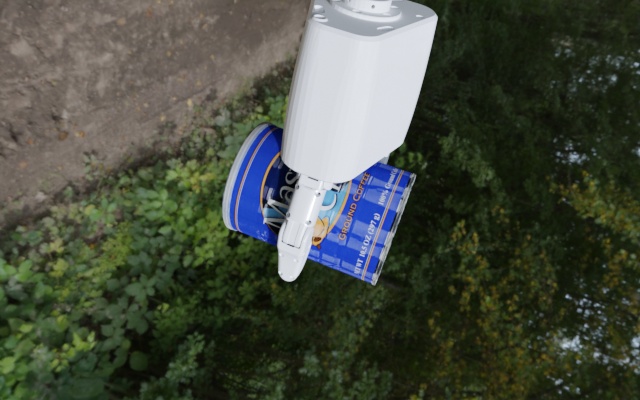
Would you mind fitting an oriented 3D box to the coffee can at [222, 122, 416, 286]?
[{"bbox_3d":[0.000,0.002,0.422,0.140,0.103,0.103,20,4,10],"label":"coffee can"}]
